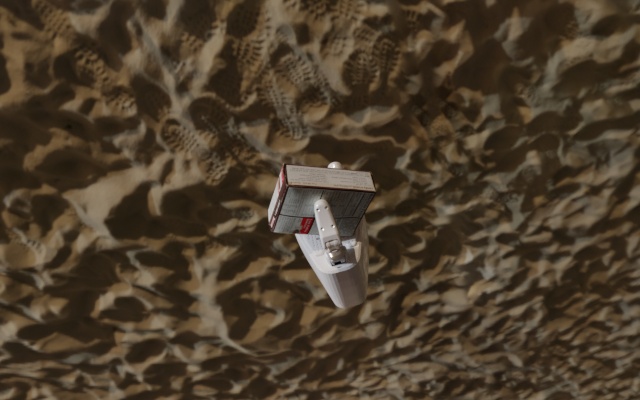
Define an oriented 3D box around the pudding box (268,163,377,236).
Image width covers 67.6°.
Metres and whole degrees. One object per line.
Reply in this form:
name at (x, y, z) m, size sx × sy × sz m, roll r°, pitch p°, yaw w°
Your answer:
pudding box at (0.000, 0.002, 0.579) m, size 0.113 × 0.039 × 0.090 m, roll 3°, pitch -42°, yaw -19°
